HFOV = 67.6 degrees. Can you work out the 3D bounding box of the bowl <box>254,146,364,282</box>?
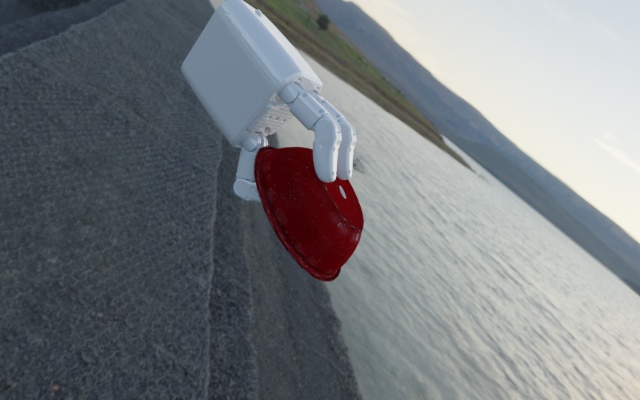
[{"bbox_3d":[0.001,0.003,0.508,0.055,0.162,0.162,-28,-10,19],"label":"bowl"}]
